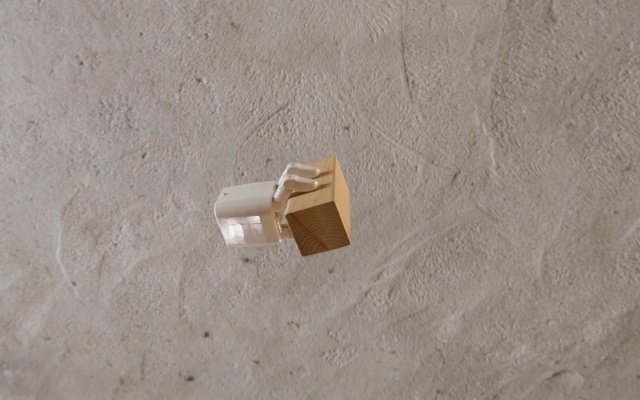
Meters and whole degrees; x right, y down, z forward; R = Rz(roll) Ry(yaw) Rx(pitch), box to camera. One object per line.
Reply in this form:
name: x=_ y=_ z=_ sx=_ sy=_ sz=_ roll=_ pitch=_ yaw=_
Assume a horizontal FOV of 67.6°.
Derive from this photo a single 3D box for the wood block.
wood block: x=0.000 y=0.003 z=0.883 sx=0.090 sy=0.091 sz=0.206 roll=-16 pitch=25 yaw=10
